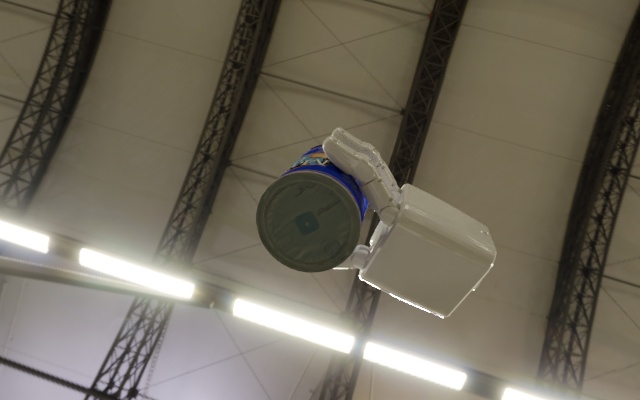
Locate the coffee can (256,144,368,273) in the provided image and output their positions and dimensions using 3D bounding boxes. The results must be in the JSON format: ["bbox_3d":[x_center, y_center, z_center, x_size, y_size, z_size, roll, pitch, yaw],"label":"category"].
[{"bbox_3d":[0.000,0.002,0.519,0.103,0.103,0.140,0,18,11],"label":"coffee can"}]
